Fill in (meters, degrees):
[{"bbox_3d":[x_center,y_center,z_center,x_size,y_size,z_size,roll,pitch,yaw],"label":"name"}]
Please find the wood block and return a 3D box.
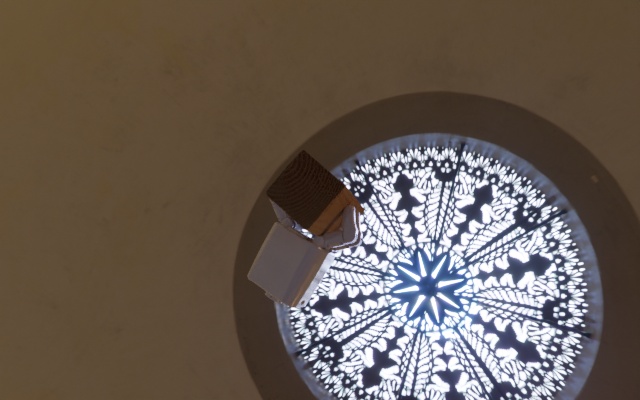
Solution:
[{"bbox_3d":[0.000,0.003,0.797,0.091,0.090,0.206,41,0,17],"label":"wood block"}]
